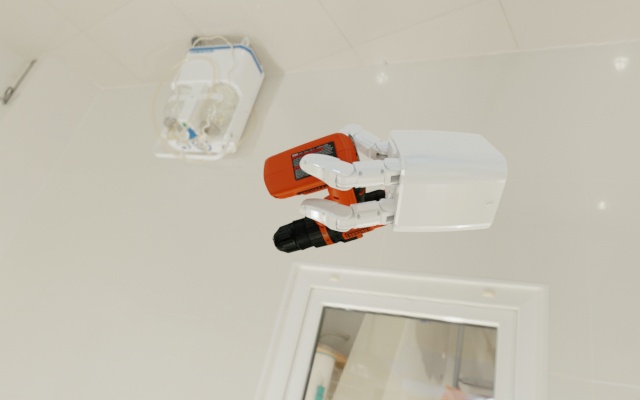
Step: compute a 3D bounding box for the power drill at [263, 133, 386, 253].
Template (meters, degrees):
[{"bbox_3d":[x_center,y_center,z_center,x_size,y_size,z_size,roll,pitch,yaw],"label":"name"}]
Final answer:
[{"bbox_3d":[0.000,0.002,0.592,0.184,0.057,0.188,-20,-28,10],"label":"power drill"}]
